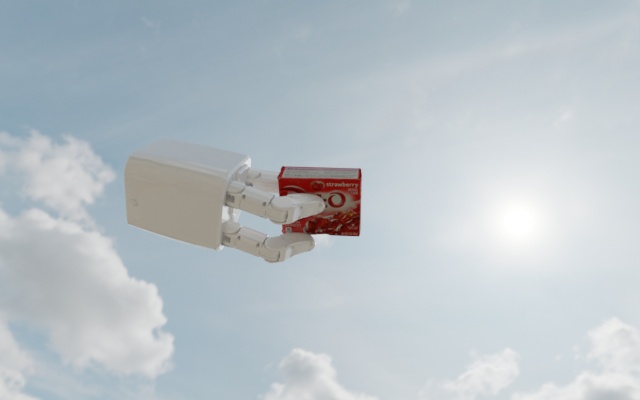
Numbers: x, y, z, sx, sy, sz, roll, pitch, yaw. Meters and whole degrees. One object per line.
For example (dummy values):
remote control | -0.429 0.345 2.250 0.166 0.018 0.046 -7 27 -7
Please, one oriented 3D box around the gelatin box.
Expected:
gelatin box | 0.000 0.001 0.521 0.089 0.073 0.030 2 32 6
